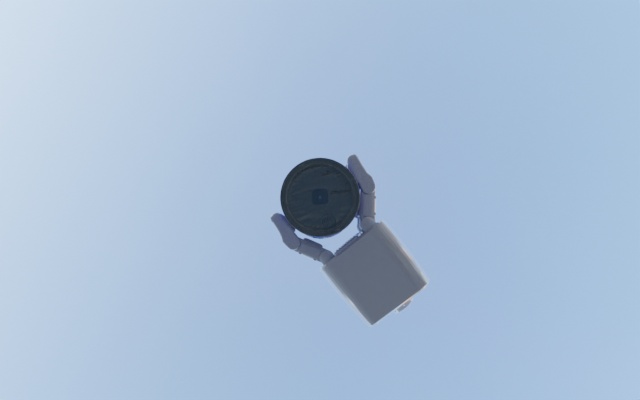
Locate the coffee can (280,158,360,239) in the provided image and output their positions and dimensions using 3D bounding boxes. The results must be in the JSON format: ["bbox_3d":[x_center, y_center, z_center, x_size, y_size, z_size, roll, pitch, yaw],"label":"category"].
[{"bbox_3d":[0.000,0.002,0.678,0.103,0.103,0.140,0,-5,1],"label":"coffee can"}]
